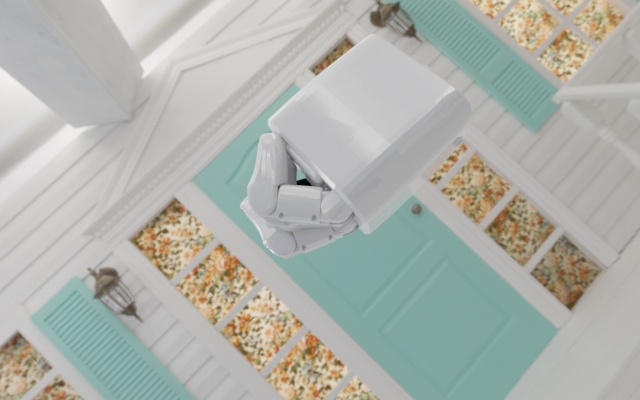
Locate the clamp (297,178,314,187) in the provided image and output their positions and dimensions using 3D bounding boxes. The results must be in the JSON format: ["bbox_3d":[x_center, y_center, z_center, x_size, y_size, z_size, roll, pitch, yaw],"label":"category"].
[{"bbox_3d":[0.000,0.001,0.456,0.120,0.039,0.171,-38,-7,-3],"label":"clamp"}]
